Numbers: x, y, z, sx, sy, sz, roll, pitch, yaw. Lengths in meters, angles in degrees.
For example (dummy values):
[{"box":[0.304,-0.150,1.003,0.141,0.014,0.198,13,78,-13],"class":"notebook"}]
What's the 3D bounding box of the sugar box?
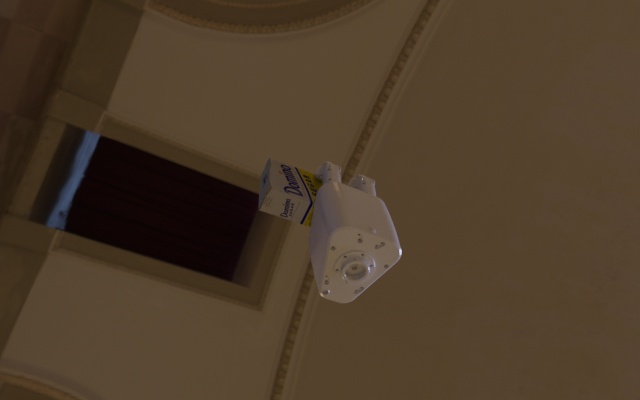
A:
[{"box":[0.000,0.002,0.690,0.176,0.048,0.093,21,27,-18],"class":"sugar box"}]
